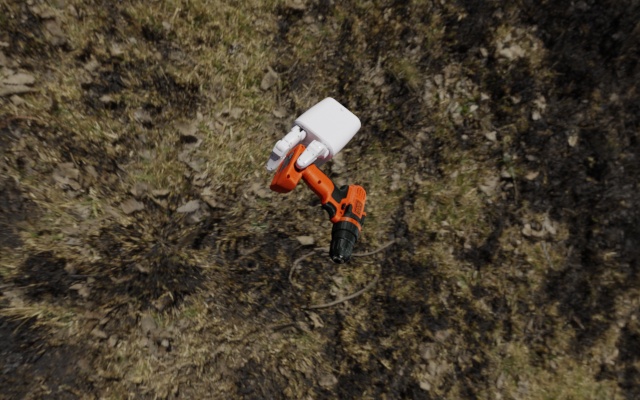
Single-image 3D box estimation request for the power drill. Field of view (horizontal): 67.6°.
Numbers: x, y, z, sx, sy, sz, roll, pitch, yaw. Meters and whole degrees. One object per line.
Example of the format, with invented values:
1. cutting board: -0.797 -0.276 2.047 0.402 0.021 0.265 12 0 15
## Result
1. power drill: 0.000 0.002 0.861 0.188 0.184 0.057 40 -51 -21
